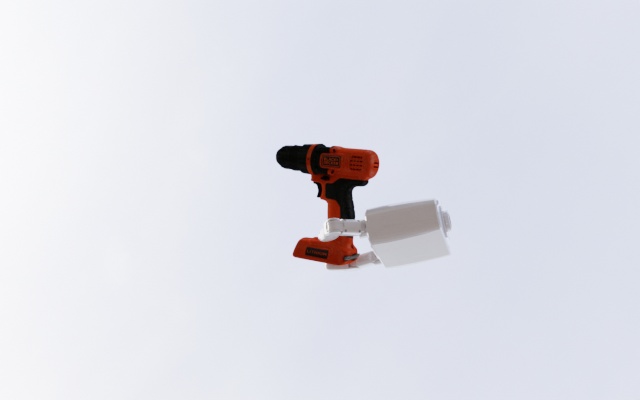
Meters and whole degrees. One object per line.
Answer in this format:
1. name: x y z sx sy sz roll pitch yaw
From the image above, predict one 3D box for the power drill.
1. power drill: 0.000 0.003 0.770 0.184 0.187 0.057 8 7 32
